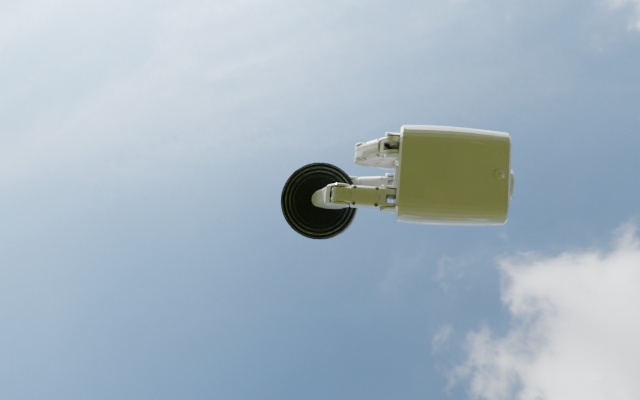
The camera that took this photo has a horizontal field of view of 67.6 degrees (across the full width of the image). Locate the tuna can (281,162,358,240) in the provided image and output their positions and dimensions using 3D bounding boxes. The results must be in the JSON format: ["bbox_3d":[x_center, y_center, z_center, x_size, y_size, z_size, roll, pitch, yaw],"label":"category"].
[{"bbox_3d":[0.000,0.002,0.542,0.086,0.086,0.034,0,-6,7],"label":"tuna can"}]
